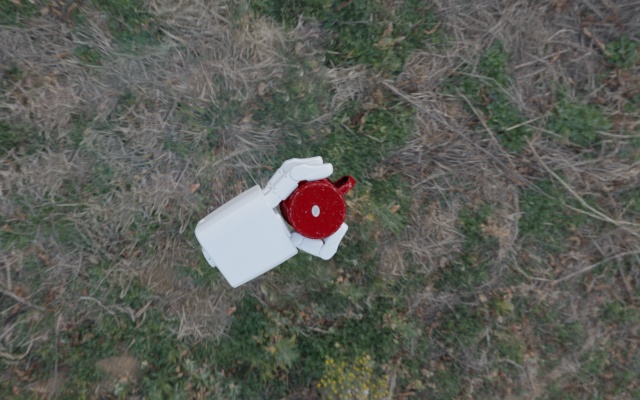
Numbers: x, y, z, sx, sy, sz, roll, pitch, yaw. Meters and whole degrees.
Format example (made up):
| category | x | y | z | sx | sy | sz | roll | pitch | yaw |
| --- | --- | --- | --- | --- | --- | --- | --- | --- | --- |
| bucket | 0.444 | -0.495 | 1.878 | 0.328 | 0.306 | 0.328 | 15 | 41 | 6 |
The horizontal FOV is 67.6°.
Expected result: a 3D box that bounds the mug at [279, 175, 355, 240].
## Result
| category | x | y | z | sx | sy | sz | roll | pitch | yaw |
| --- | --- | --- | --- | --- | --- | --- | --- | --- | --- |
| mug | 0.001 | 0.002 | 0.688 | 0.117 | 0.093 | 0.081 | -32 | 13 | -3 |
